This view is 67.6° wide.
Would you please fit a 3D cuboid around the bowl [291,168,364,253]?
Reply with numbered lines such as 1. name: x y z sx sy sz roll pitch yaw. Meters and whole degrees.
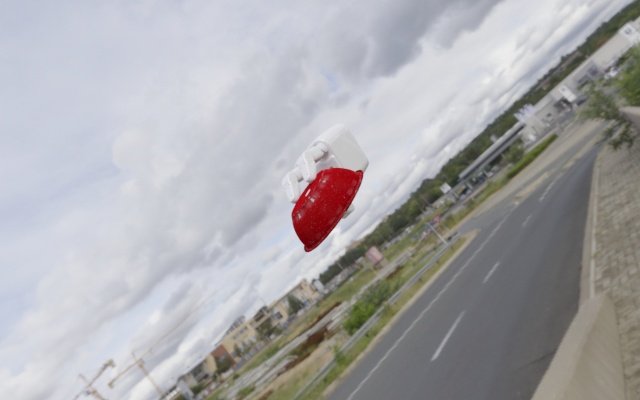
1. bowl: 0.000 0.003 0.771 0.055 0.162 0.162 35 -7 -10
